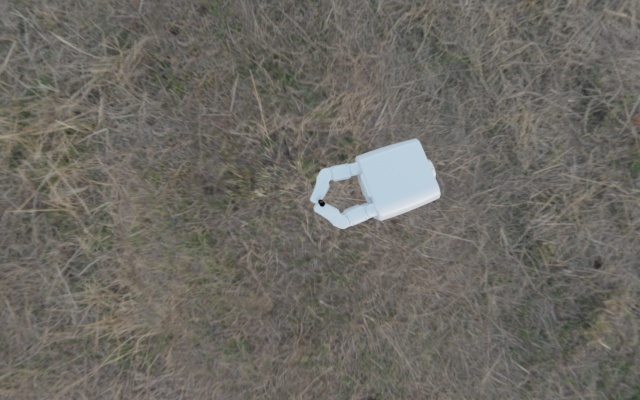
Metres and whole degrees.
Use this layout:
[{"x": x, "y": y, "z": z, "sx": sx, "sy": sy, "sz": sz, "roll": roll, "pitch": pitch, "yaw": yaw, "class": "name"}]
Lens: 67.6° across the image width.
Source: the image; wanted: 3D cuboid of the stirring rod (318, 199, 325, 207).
[{"x": 0.000, "y": 0.002, "z": 0.761, "sx": 0.011, "sy": 0.011, "sz": 0.239, "roll": 0, "pitch": 1, "yaw": -1, "class": "stirring rod"}]
